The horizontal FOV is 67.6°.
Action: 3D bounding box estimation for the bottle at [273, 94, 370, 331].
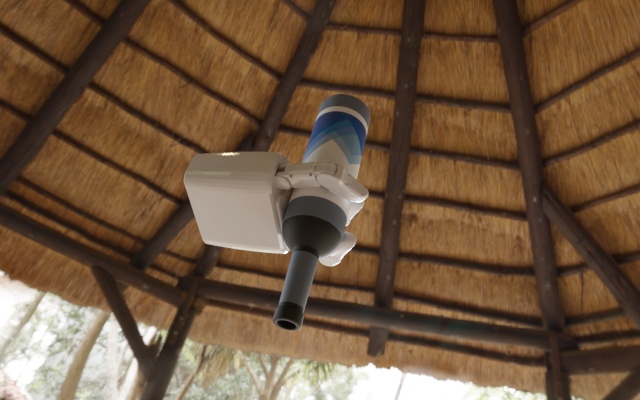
[{"bbox_3d":[0.000,0.002,0.530,0.069,0.295,0.069,10,-37,8],"label":"bottle"}]
